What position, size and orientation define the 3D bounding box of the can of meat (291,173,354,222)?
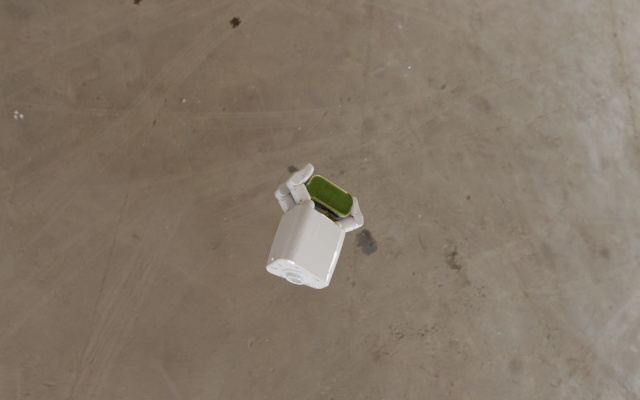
[{"bbox_3d":[0.000,0.003,0.887,0.102,0.057,0.084,31,-30,-13],"label":"can of meat"}]
